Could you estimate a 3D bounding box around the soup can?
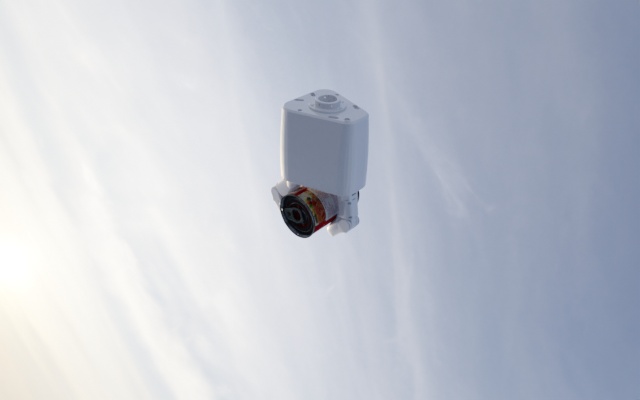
[{"bbox_3d":[0.000,0.003,0.699,0.102,0.068,0.068,-31,20,-38],"label":"soup can"}]
